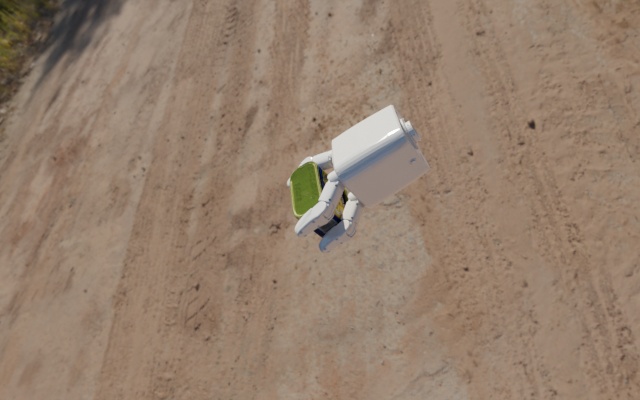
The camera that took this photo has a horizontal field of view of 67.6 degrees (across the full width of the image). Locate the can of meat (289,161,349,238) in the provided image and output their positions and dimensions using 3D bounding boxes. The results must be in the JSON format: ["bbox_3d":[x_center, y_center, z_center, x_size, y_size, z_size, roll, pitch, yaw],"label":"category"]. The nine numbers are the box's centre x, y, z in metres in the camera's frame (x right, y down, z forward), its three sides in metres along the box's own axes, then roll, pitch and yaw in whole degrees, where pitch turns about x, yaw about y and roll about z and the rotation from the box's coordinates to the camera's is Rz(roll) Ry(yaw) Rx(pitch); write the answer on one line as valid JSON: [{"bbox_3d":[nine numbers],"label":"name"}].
[{"bbox_3d":[0.000,0.002,0.715,0.057,0.102,0.084,-28,-43,21],"label":"can of meat"}]
